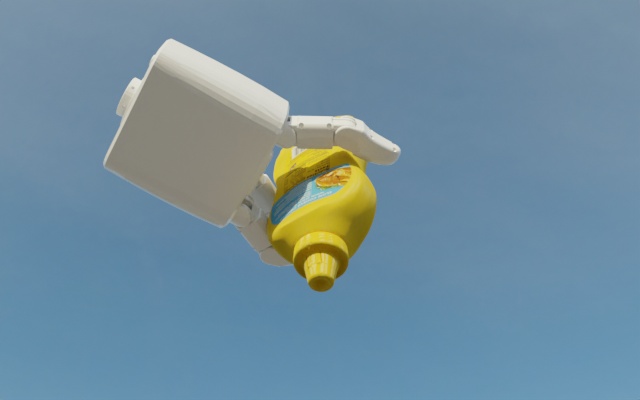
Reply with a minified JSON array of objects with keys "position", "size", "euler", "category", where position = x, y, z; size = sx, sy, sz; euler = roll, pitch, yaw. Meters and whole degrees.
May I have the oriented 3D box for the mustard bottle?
[{"position":[0.000,0.001,0.406],"size":[0.096,0.058,0.191],"euler":[-27,31,18],"category":"mustard bottle"}]
